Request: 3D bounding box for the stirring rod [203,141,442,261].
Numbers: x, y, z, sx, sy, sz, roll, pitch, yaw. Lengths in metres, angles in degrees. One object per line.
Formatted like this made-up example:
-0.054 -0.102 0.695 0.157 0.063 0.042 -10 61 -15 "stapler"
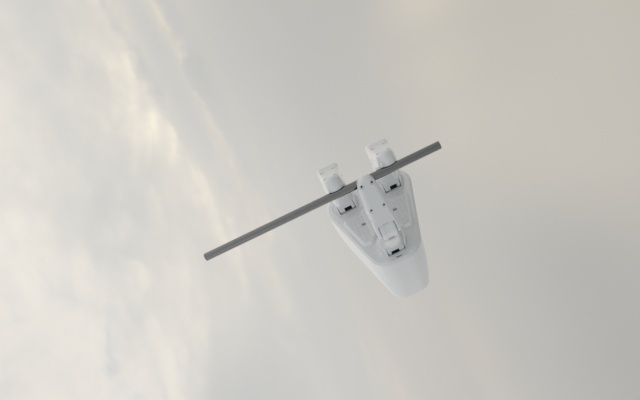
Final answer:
0.000 0.001 0.441 0.239 0.011 0.011 -26 -2 4 "stirring rod"
